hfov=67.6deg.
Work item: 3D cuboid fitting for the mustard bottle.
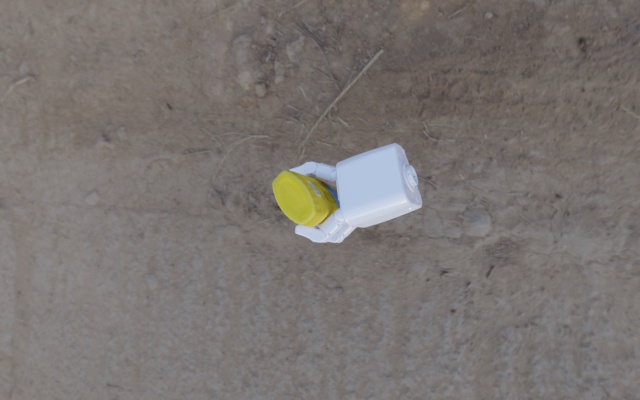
[{"bbox_3d":[0.000,0.003,0.819,0.058,0.096,0.191,-45,-22,17],"label":"mustard bottle"}]
